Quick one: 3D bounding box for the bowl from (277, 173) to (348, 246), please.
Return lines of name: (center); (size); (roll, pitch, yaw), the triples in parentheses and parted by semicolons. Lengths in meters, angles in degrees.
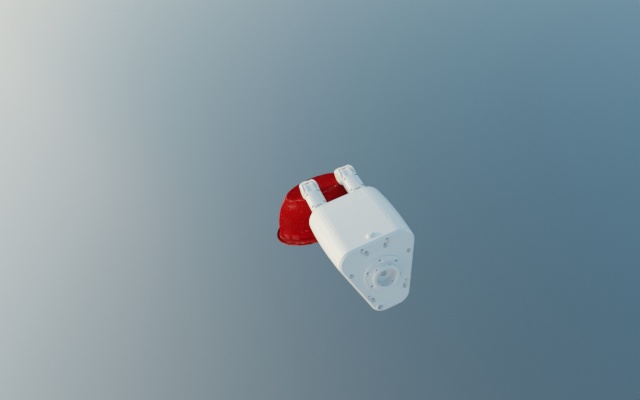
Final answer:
bowl: (-0.001, 0.002, 0.719); (0.162, 0.055, 0.162); (-20, 19, 7)
